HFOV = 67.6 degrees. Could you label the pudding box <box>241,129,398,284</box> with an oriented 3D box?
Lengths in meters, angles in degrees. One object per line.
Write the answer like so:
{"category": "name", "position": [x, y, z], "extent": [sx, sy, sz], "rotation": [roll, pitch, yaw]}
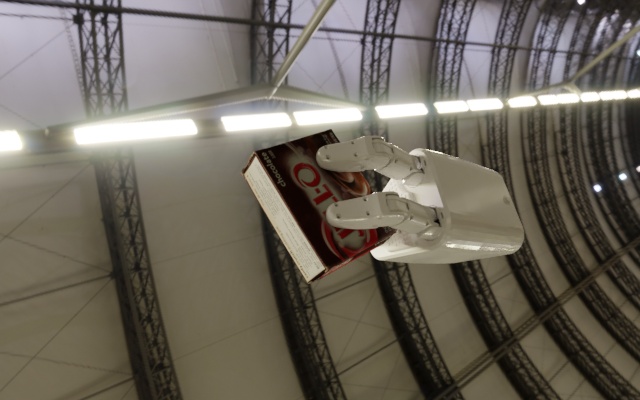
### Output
{"category": "pudding box", "position": [0.000, 0.001, 0.405], "extent": [0.090, 0.113, 0.039], "rotation": [-23, -16, -42]}
